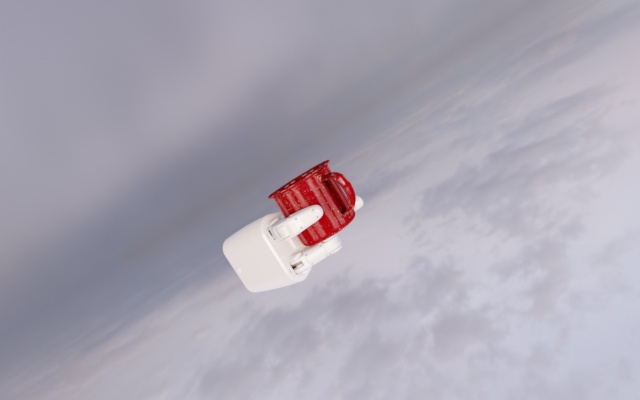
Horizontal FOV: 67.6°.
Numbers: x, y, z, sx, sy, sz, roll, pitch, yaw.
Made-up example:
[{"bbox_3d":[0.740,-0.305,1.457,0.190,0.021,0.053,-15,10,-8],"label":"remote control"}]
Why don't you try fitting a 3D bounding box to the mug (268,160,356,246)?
[{"bbox_3d":[0.001,0.002,0.610,0.117,0.081,0.093,-25,10,44],"label":"mug"}]
